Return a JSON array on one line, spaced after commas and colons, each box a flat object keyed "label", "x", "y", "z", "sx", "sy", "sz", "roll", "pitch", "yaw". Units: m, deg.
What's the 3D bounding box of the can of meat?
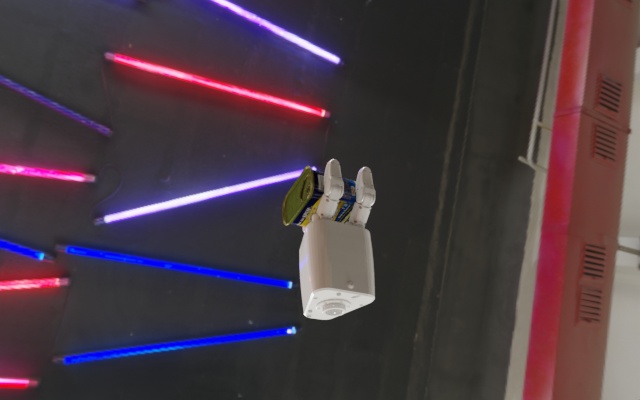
[{"label": "can of meat", "x": 0.000, "y": 0.002, "z": 0.730, "sx": 0.084, "sy": 0.057, "sz": 0.102, "roll": 14, "pitch": -41, "yaw": -23}]
